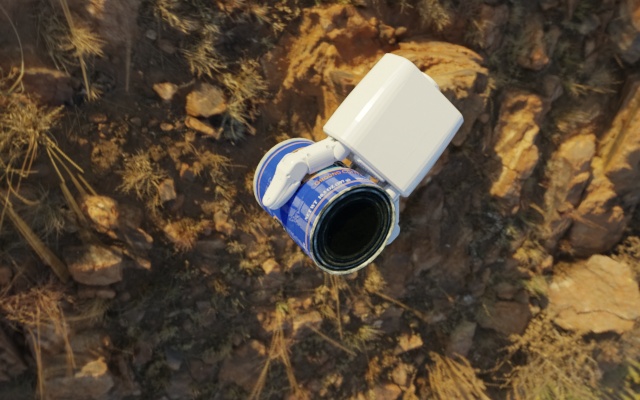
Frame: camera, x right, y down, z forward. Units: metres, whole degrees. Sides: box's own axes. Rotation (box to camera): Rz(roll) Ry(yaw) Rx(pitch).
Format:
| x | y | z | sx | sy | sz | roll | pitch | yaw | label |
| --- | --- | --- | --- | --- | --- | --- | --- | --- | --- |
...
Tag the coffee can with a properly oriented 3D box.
| x | y | z | sx | sy | sz | roll | pitch | yaw | label |
| --- | --- | --- | --- | --- | --- | --- | --- | --- | --- |
| 0.000 | 0.002 | 0.529 | 0.103 | 0.103 | 0.140 | 0 | 25 | -33 | coffee can |
